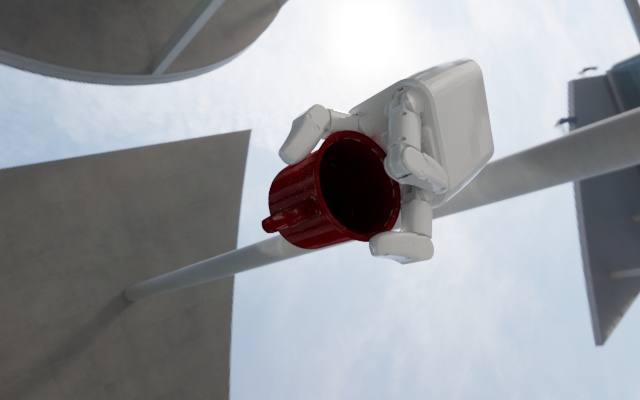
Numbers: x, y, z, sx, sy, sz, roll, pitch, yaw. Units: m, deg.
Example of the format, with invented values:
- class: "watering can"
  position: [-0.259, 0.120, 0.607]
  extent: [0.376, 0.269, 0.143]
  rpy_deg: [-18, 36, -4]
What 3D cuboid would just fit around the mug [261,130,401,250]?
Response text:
- class: "mug"
  position: [-0.001, 0.002, 0.404]
  extent: [0.117, 0.093, 0.081]
  rpy_deg: [-29, 5, -40]
